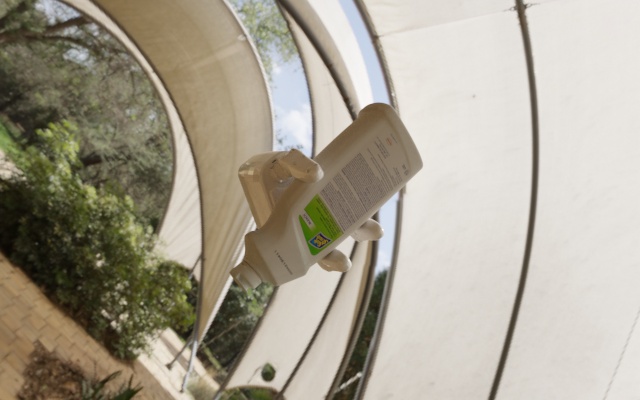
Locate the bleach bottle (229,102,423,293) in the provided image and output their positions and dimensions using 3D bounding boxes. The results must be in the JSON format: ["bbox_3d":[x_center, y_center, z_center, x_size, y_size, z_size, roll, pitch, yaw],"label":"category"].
[{"bbox_3d":[0.000,0.002,0.533,0.250,0.102,0.068,-41,20,-18],"label":"bleach bottle"}]
